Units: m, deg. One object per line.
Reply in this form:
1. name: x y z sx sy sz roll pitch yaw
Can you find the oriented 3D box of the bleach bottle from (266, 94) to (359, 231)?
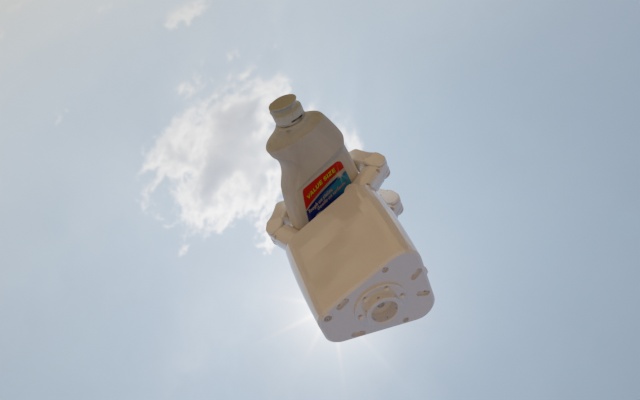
1. bleach bottle: 0.000 0.002 0.525 0.102 0.251 0.068 -27 36 -2
